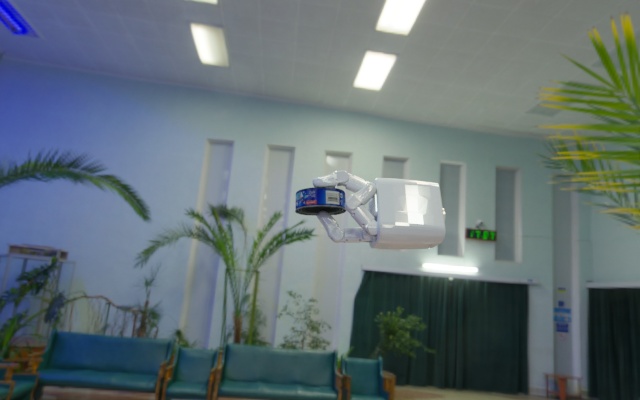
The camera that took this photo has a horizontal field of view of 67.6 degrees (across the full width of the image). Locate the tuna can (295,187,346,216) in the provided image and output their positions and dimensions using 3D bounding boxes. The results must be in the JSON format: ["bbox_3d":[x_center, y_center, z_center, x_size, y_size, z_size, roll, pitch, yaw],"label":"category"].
[{"bbox_3d":[0.000,0.002,0.803,0.086,0.033,0.086,-1,-12,0],"label":"tuna can"}]
